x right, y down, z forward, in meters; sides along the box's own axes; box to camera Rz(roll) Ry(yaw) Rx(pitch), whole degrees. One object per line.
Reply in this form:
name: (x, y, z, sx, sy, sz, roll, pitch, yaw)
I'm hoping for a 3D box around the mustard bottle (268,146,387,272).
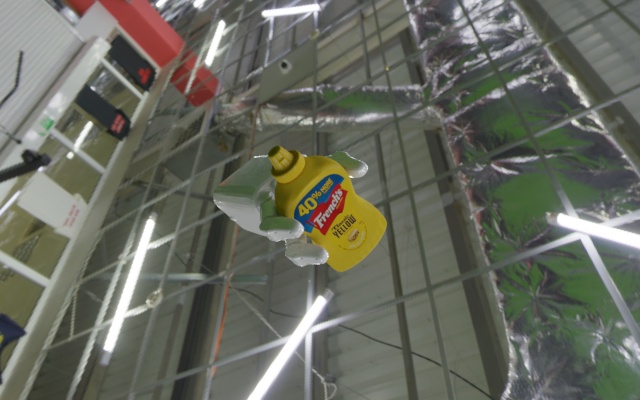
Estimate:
mustard bottle: (0.000, 0.002, 0.586, 0.192, 0.096, 0.058, 48, -3, -36)
